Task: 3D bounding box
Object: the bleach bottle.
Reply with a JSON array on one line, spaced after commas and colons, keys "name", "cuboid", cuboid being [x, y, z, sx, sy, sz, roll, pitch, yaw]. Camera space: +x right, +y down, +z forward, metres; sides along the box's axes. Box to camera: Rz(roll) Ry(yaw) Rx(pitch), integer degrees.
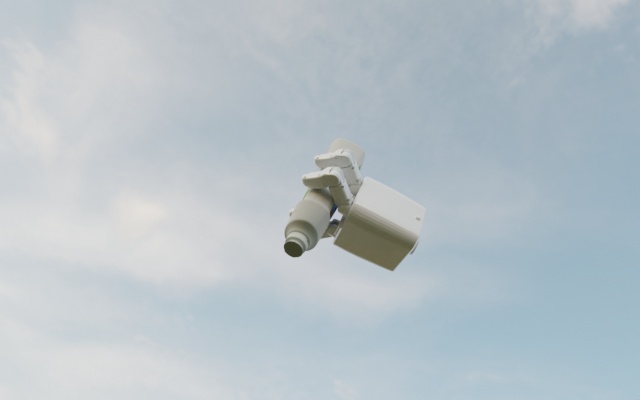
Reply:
[{"name": "bleach bottle", "cuboid": [0.000, 0.002, 0.734, 0.068, 0.103, 0.250, 26, 39, 3]}]
